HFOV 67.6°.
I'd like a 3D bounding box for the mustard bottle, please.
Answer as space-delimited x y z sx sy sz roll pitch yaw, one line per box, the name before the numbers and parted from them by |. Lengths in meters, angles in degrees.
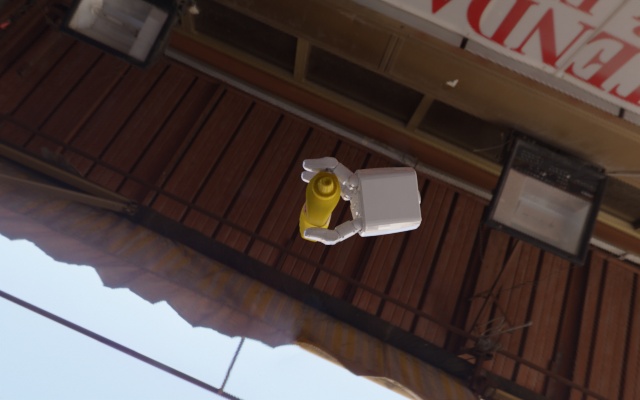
mustard bottle | 0.000 0.003 0.845 0.058 0.096 0.192 17 -21 -1
